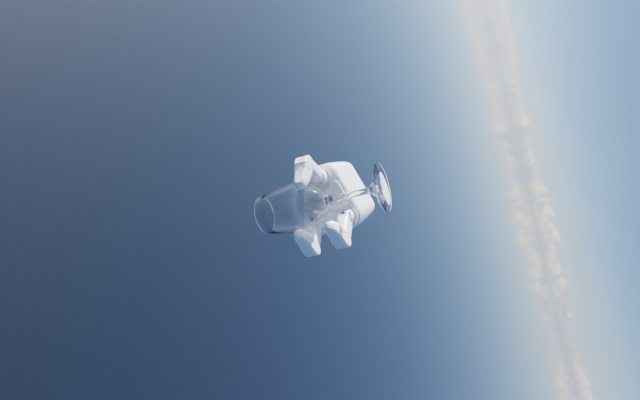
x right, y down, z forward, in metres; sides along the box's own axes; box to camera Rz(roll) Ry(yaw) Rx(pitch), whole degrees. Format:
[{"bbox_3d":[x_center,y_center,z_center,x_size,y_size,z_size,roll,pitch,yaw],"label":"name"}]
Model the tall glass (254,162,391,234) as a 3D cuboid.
[{"bbox_3d":[0.001,0.002,0.721,0.201,0.079,0.079,-13,-5,23],"label":"tall glass"}]
